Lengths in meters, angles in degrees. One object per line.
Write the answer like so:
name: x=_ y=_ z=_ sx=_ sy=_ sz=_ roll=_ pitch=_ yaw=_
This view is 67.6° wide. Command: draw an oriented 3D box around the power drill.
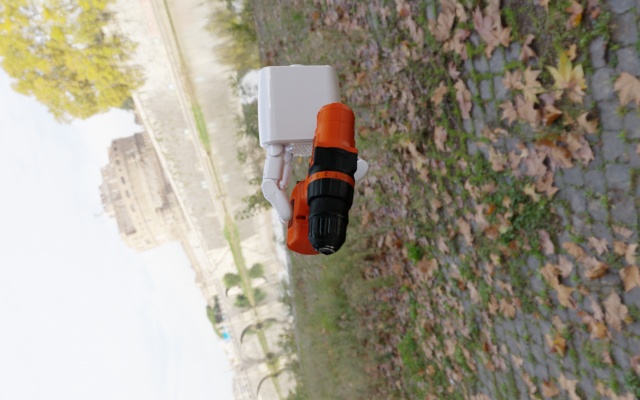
power drill: x=0.000 y=0.002 z=0.588 sx=0.057 sy=0.184 sz=0.188 roll=11 pitch=-28 yaw=-9
